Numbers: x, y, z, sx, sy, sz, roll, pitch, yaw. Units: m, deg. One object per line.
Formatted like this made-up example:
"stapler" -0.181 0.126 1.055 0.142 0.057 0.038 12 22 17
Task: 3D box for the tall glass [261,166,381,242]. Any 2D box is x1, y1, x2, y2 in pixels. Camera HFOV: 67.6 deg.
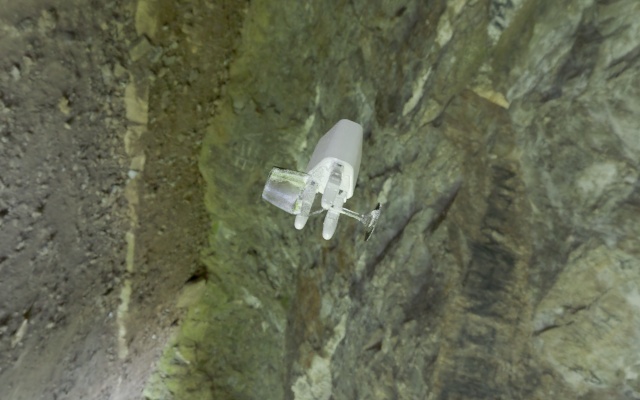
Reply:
"tall glass" 0.001 0.003 0.841 0.201 0.079 0.079 21 -2 -4
